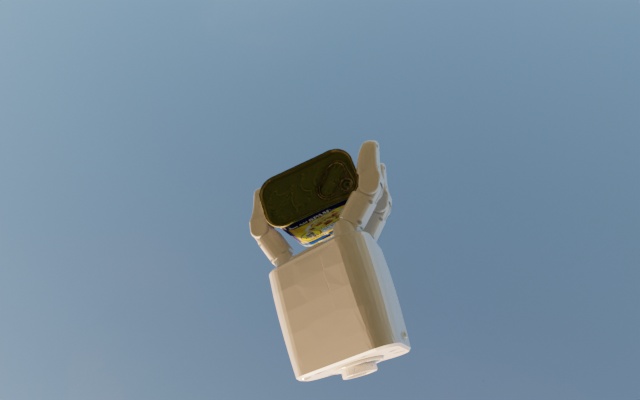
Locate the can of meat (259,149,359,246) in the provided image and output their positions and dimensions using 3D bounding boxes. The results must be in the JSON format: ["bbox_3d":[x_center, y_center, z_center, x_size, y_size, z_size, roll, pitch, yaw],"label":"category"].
[{"bbox_3d":[0.000,0.002,0.505,0.102,0.057,0.084,-25,-27,9],"label":"can of meat"}]
